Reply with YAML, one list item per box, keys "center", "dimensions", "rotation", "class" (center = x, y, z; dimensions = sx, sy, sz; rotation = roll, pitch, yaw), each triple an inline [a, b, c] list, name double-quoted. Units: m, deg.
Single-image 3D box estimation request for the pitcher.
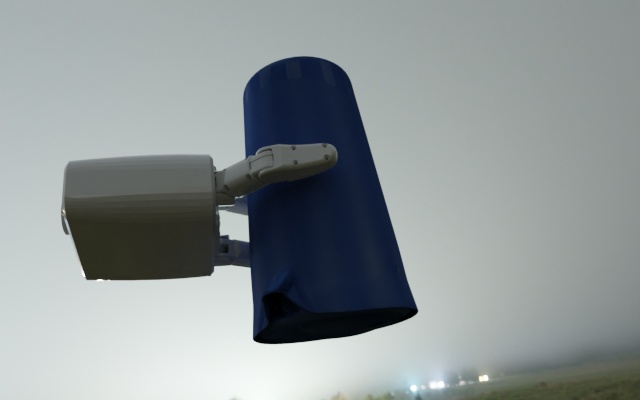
- center: [0.000, 0.001, 0.434]
  dimensions: [0.145, 0.242, 0.149]
  rotation: [-3, -24, -14]
  class: "pitcher"
